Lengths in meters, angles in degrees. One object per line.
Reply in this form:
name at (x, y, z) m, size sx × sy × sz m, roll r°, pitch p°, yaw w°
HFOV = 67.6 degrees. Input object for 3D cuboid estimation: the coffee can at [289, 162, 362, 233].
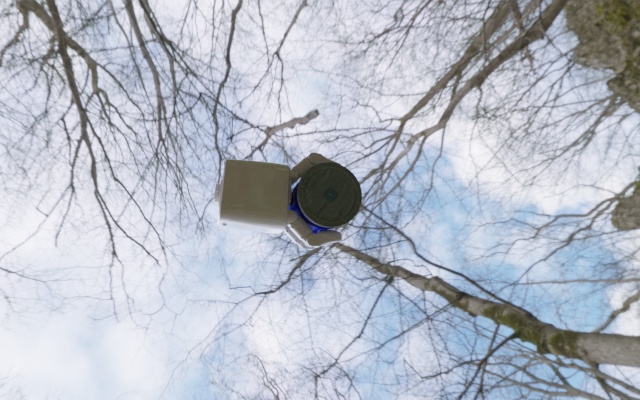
coffee can at (0.000, 0.003, 0.803) m, size 0.103 × 0.103 × 0.140 m, roll 0°, pitch -10°, yaw -13°
